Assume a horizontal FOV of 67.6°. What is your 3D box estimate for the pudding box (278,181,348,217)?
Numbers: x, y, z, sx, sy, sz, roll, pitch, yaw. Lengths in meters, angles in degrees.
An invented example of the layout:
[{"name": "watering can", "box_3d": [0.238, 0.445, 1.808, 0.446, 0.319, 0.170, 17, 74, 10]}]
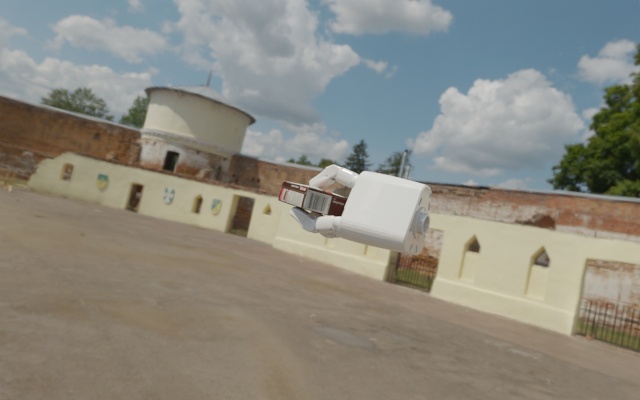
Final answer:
[{"name": "pudding box", "box_3d": [0.000, 0.002, 0.793, 0.113, 0.039, 0.090, 18, -2, -31]}]
